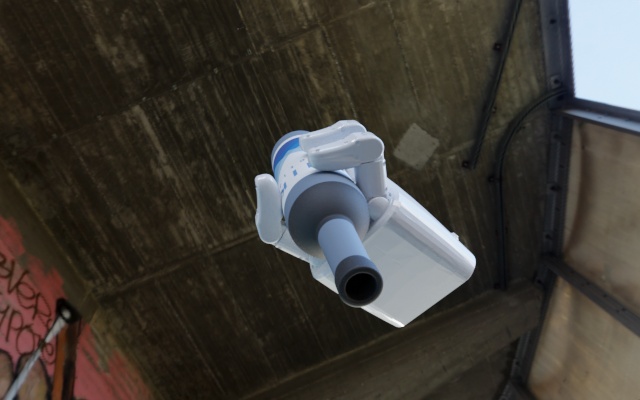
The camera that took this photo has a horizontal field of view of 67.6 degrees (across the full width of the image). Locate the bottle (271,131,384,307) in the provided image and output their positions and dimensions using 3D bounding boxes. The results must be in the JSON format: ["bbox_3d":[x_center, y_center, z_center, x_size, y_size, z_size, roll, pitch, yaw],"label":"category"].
[{"bbox_3d":[0.000,0.001,0.413,0.069,0.069,0.295,0,19,-10],"label":"bottle"}]
